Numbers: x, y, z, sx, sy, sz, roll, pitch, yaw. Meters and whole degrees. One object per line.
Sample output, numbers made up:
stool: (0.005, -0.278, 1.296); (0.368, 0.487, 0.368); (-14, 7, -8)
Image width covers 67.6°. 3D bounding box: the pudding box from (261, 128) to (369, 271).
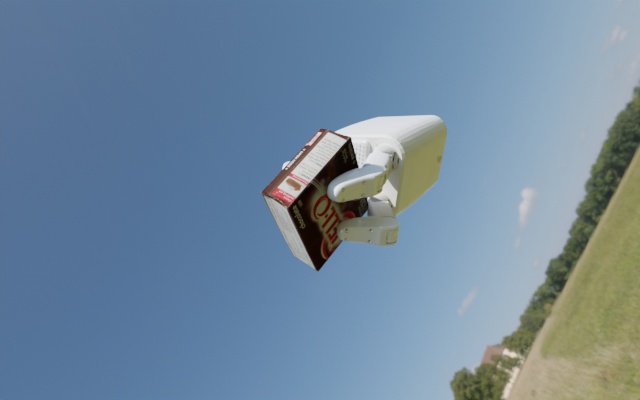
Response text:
pudding box: (0.000, 0.001, 0.454); (0.039, 0.090, 0.114); (25, -26, 33)
